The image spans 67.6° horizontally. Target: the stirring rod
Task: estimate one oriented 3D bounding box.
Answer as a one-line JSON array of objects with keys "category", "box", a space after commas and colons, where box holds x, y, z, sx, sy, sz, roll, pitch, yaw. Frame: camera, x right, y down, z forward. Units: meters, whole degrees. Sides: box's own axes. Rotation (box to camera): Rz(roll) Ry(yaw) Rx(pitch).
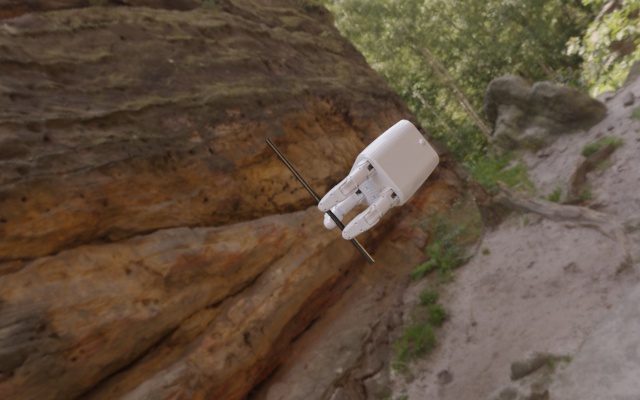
[{"category": "stirring rod", "box": [0.000, 0.002, 0.707, 0.011, 0.239, 0.011, -40, 5, 4]}]
